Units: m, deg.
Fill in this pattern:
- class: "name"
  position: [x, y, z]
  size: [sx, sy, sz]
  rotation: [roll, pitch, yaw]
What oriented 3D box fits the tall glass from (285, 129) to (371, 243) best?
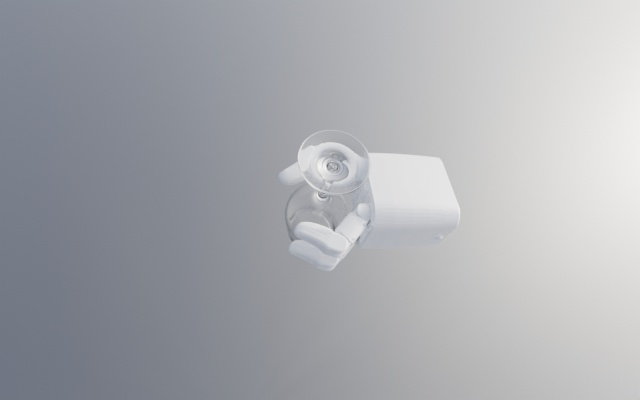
- class: "tall glass"
  position: [0.000, 0.001, 0.563]
  size: [0.079, 0.079, 0.201]
  rotation: [0, -24, -9]
